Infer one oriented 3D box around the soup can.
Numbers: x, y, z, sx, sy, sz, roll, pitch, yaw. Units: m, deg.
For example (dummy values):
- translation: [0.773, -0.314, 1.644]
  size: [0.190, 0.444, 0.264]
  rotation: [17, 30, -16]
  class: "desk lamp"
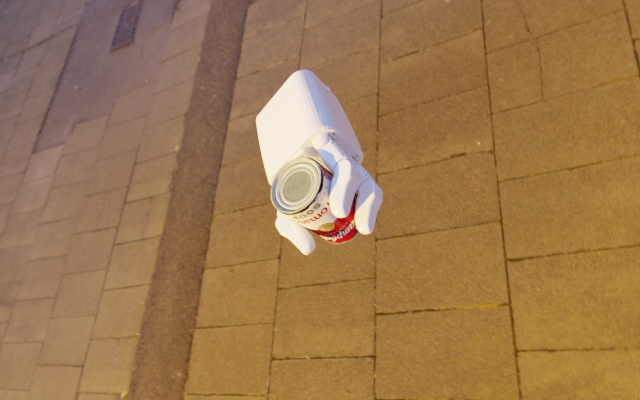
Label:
- translation: [0.000, 0.002, 0.537]
  size: [0.068, 0.068, 0.102]
  rotation: [0, -22, 34]
  class: "soup can"
